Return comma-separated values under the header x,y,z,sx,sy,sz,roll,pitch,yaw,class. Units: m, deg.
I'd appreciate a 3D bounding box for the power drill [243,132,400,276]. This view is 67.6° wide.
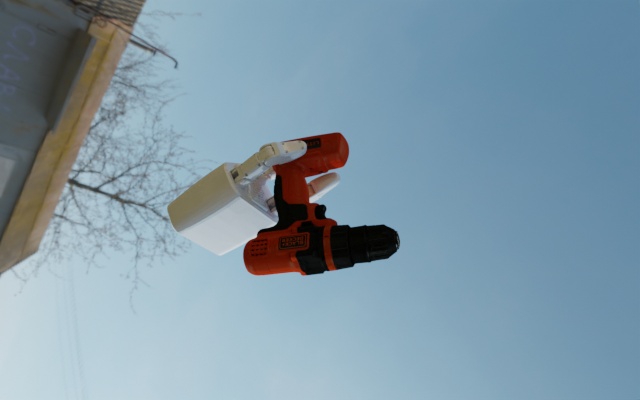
x,y,z,sx,sy,sz,roll,pitch,yaw,class
0.000,0.002,0.592,0.184,0.187,0.057,-7,-38,11,power drill
